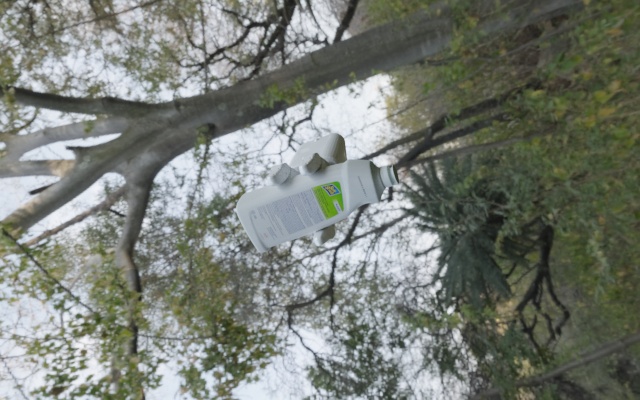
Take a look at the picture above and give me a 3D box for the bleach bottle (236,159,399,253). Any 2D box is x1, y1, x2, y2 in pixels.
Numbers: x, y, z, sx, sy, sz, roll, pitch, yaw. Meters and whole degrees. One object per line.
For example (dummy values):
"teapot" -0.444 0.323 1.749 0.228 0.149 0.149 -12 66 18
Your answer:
"bleach bottle" 0.000 0.002 0.738 0.251 0.103 0.068 -17 27 20
